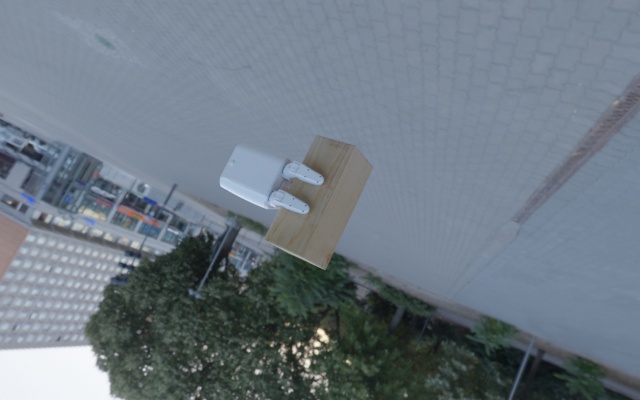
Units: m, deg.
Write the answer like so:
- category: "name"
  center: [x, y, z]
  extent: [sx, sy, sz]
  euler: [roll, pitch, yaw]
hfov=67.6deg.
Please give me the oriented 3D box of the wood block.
- category: "wood block"
  center: [0.000, 0.003, 0.840]
  extent: [0.090, 0.206, 0.091]
  euler: [20, -11, 33]
